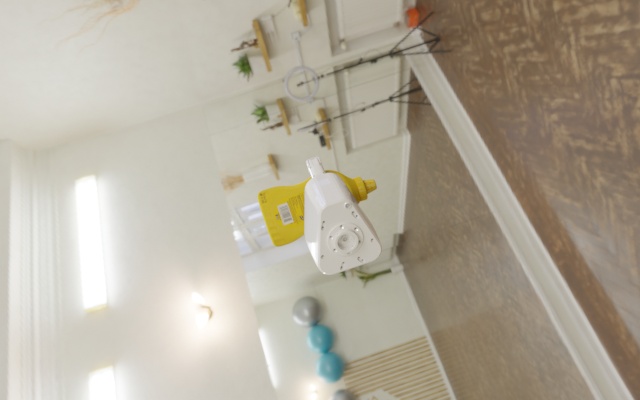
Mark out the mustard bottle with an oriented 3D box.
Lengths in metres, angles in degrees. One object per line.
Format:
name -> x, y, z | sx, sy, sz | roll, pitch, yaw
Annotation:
mustard bottle -> 0.000, 0.003, 0.785 | 0.191, 0.096, 0.058 | -18, 0, -3
